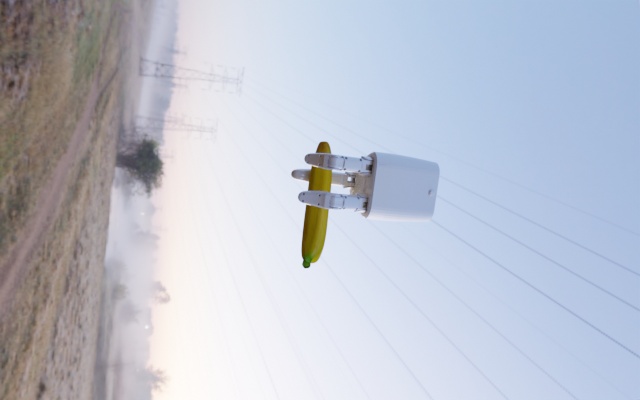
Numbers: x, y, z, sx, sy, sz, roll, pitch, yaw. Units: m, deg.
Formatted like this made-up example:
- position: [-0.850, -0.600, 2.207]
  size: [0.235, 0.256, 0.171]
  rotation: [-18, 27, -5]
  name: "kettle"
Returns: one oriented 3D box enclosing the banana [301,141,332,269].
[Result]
- position: [-0.003, 0.011, 0.722]
  size: [0.037, 0.197, 0.070]
  rotation: [8, -18, -7]
  name: "banana"
